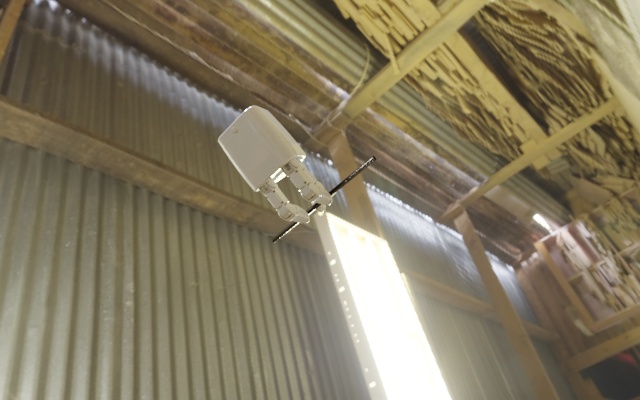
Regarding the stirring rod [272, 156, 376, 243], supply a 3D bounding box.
[{"bbox_3d":[0.000,0.002,0.791,0.239,0.011,0.011,-39,-20,26],"label":"stirring rod"}]
